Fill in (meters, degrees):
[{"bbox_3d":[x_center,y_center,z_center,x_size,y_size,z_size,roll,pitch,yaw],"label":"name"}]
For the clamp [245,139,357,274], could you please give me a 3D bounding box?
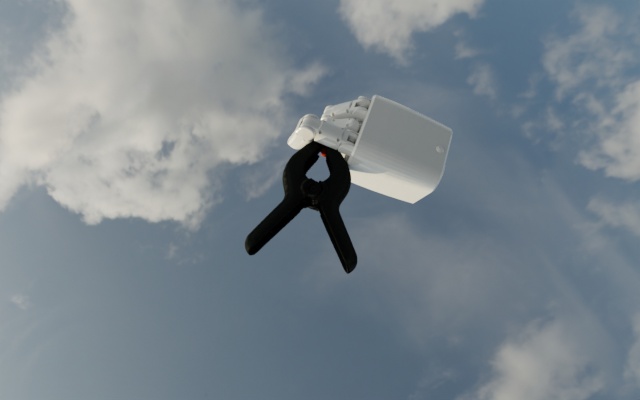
[{"bbox_3d":[0.000,0.002,0.539,0.120,0.171,0.039,21,-25,1],"label":"clamp"}]
